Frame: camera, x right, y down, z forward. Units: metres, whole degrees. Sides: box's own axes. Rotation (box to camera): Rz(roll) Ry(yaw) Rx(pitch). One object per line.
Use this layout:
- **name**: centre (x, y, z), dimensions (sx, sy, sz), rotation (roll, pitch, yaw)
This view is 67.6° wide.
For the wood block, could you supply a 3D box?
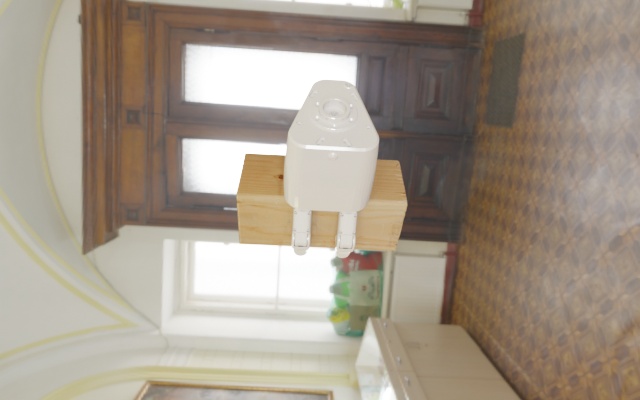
- **wood block**: centre (0.000, 0.002, 0.632), dimensions (0.206, 0.090, 0.090), rotation (3, 42, -2)
